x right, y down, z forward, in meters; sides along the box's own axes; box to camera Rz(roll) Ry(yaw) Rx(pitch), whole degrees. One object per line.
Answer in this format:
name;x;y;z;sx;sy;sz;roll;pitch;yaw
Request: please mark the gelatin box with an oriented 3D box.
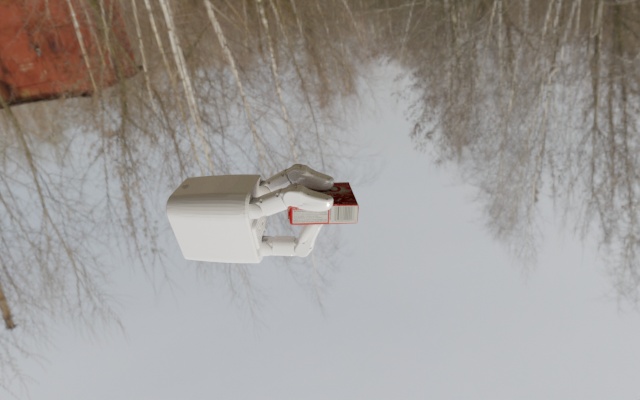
gelatin box;0.000;0.002;0.626;0.089;0.030;0.073;-1;25;-7
